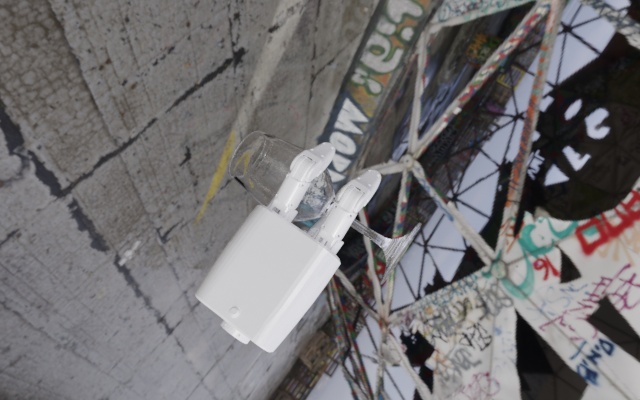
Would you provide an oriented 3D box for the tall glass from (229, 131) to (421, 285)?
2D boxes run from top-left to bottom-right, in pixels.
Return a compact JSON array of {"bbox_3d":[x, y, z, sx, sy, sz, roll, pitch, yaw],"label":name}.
[{"bbox_3d":[0.001,0.002,0.504,0.201,0.079,0.079,33,9,14],"label":"tall glass"}]
